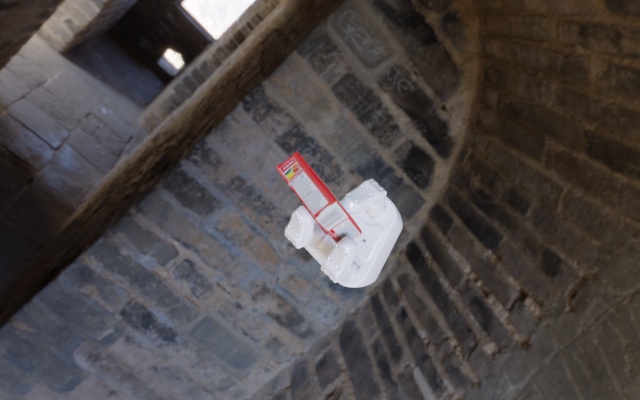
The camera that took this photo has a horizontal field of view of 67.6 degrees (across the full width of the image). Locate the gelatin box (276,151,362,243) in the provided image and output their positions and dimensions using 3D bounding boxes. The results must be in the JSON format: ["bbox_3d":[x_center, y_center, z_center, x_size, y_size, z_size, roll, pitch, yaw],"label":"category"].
[{"bbox_3d":[0.000,0.001,0.477,0.030,0.073,0.089,-38,-31,2],"label":"gelatin box"}]
